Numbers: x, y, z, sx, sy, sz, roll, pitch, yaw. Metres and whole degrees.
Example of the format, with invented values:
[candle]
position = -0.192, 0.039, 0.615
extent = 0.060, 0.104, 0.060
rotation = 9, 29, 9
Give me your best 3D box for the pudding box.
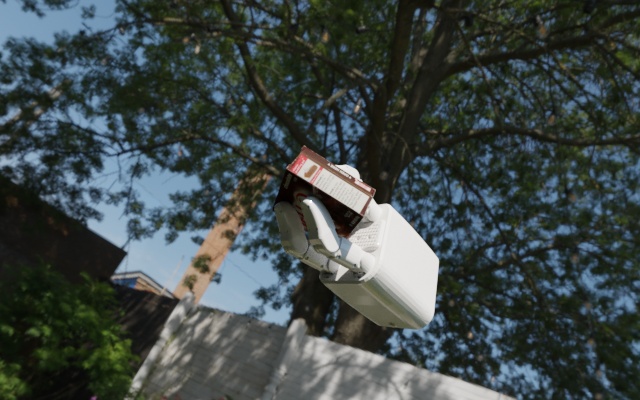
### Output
[pudding box]
position = 0.000, 0.002, 0.515
extent = 0.090, 0.039, 0.113
rotation = 31, -28, 1
